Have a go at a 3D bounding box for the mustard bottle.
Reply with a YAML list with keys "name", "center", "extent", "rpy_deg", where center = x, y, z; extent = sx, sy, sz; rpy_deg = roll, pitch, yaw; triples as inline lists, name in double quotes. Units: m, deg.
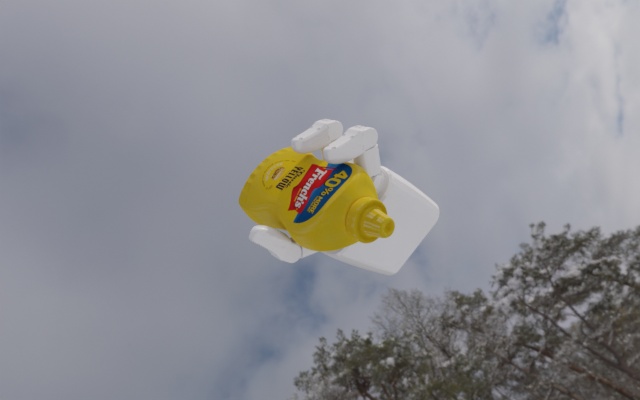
- name: "mustard bottle"
  center: [0.000, 0.001, 0.478]
  extent: [0.191, 0.096, 0.058]
  rpy_deg: [22, -28, 49]
